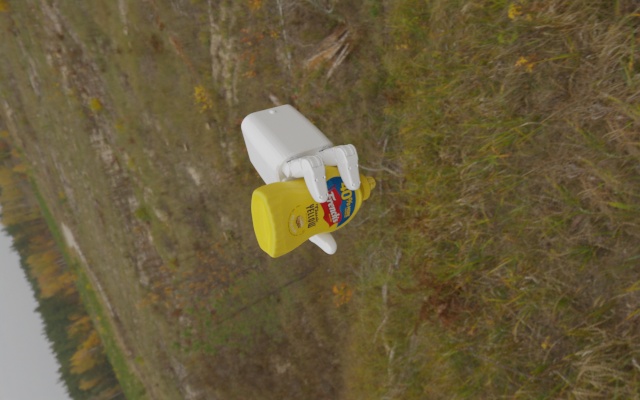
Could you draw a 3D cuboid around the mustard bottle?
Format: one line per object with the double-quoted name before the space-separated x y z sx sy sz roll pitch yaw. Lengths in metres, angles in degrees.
"mustard bottle" 0.000 0.002 0.665 0.191 0.096 0.058 -22 31 -31
